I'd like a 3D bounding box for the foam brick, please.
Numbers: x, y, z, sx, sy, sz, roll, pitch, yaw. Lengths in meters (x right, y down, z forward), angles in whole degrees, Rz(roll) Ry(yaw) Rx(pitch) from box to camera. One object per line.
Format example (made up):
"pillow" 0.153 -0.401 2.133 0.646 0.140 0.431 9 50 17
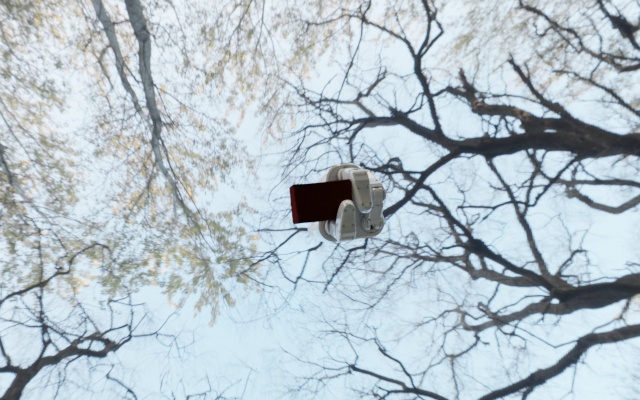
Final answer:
"foam brick" 0.000 0.002 0.641 0.078 0.053 0.051 -6 -2 -13
